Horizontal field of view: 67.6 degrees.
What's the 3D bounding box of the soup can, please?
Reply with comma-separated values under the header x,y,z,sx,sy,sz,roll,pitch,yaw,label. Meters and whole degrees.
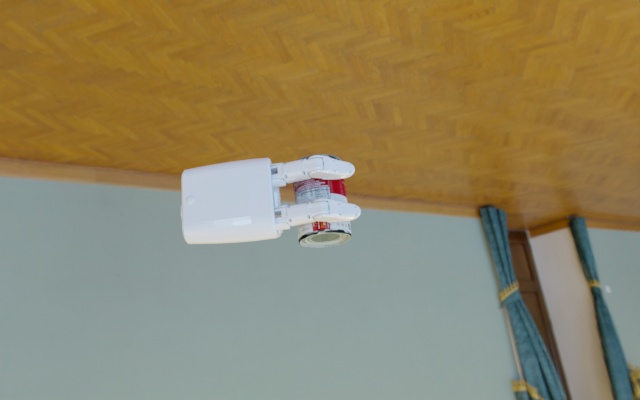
x,y,z,sx,sy,sz,roll,pitch,yaw,label
0.001,0.002,0.603,0.068,0.102,0.068,-6,-20,-2,soup can
